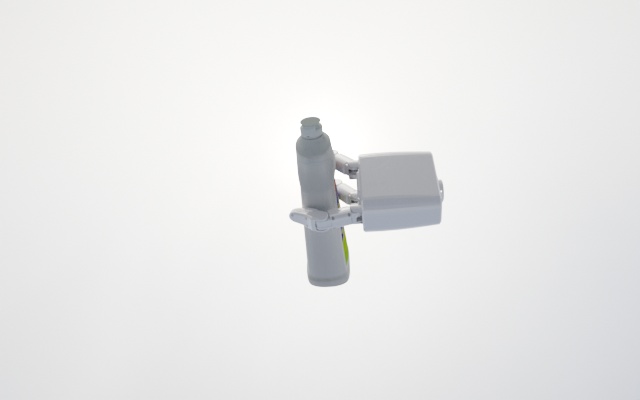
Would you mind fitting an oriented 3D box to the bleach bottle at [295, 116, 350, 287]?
[{"bbox_3d":[0.000,0.002,0.694,0.068,0.251,0.102,-5,35,5],"label":"bleach bottle"}]
